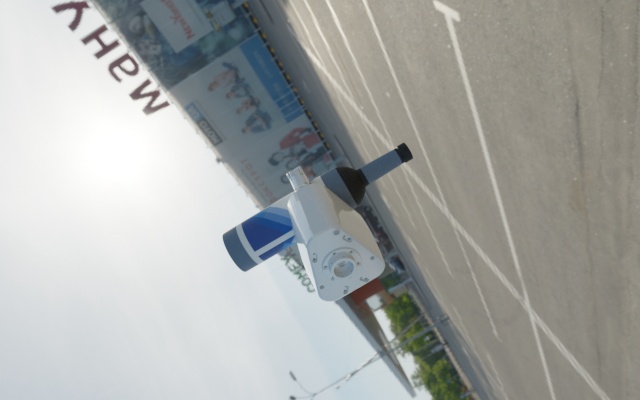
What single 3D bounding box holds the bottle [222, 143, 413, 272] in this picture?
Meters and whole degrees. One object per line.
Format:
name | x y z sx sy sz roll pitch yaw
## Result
bottle | 0.000 0.002 0.696 0.296 0.069 0.069 -30 -2 3
